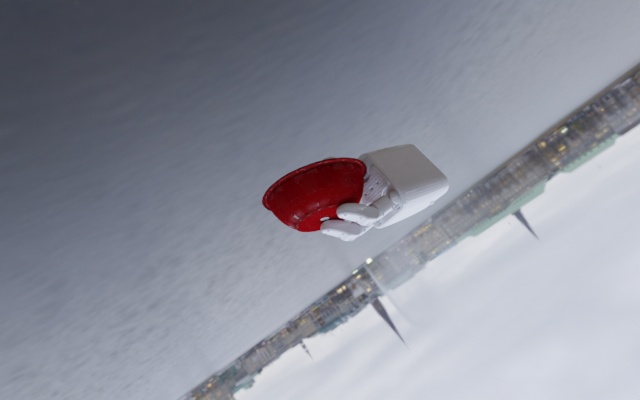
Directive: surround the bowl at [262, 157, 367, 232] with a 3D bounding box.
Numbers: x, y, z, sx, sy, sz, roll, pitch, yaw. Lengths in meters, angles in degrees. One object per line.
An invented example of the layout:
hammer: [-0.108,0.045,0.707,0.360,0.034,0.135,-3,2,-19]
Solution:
bowl: [-0.001,0.003,0.691,0.162,0.055,0.162,-17,-20,-7]
